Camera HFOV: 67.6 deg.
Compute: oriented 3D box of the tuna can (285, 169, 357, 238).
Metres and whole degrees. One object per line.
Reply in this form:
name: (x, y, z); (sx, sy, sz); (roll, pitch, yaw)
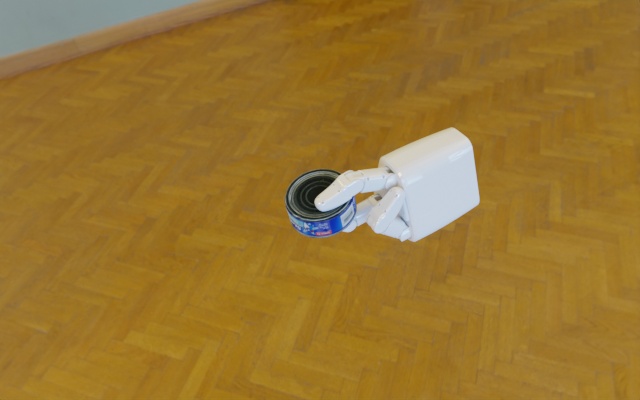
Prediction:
tuna can: (0.000, 0.002, 0.584); (0.086, 0.086, 0.034); (0, -40, 12)
